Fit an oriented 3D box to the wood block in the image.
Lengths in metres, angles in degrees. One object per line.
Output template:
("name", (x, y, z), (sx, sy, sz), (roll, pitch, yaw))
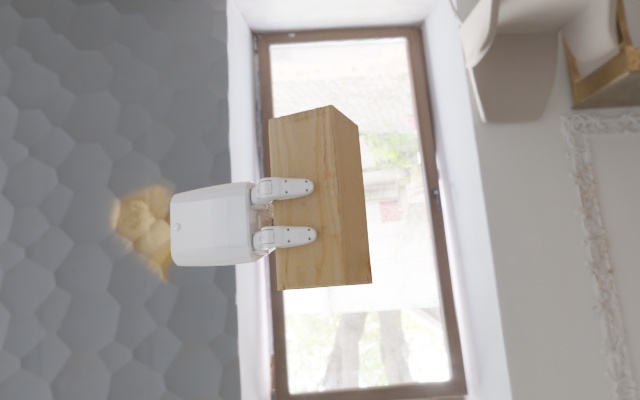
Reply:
("wood block", (0.000, 0.002, 0.584), (0.090, 0.206, 0.091), (-9, -12, 23))
